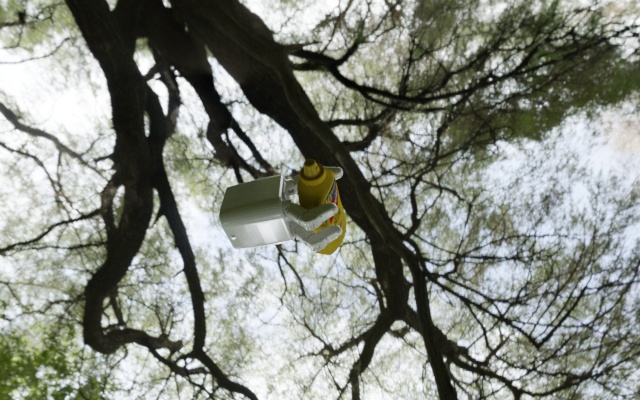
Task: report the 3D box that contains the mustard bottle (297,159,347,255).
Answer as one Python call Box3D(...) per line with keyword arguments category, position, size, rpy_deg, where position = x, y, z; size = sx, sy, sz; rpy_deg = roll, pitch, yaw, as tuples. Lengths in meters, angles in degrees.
Box3D(category="mustard bottle", position=(0.001, 0.003, 0.808), size=(0.058, 0.096, 0.192), rpy_deg=(8, -37, 21))
